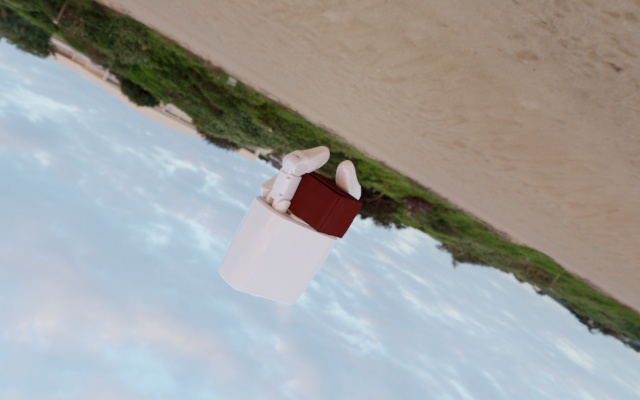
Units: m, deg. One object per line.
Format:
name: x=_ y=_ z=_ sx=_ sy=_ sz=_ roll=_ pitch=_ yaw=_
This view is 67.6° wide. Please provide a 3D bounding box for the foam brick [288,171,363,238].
foam brick: x=0.000 y=0.002 z=0.567 sx=0.078 sy=0.051 sz=0.053 roll=36 pitch=9 yaw=37
